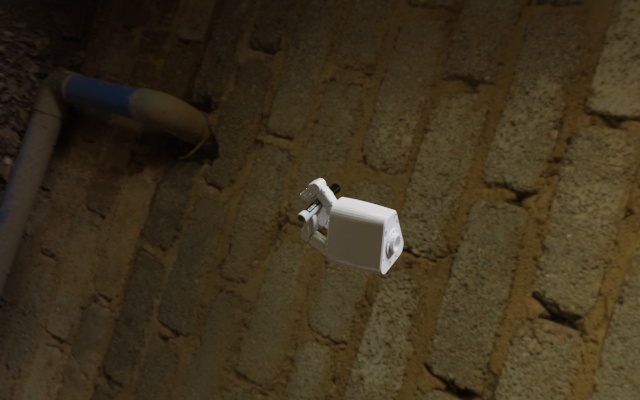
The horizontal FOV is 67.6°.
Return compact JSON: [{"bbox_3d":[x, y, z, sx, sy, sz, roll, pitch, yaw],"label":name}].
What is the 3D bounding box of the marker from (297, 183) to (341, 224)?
[{"bbox_3d":[0.000,0.003,0.853,0.020,0.020,0.121,0,29,38],"label":"marker"}]
